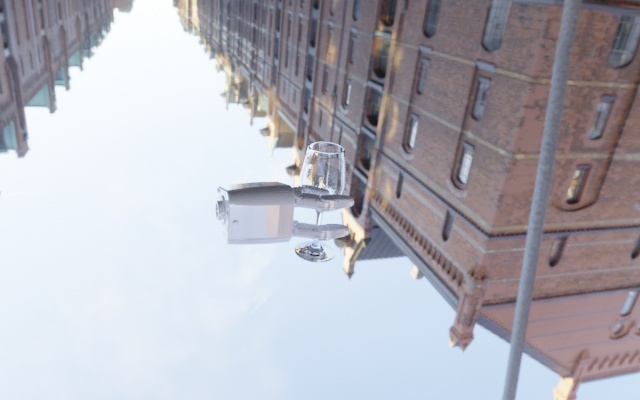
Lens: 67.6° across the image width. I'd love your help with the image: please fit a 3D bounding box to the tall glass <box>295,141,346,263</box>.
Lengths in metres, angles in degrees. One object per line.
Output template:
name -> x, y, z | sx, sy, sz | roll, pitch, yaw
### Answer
tall glass -> 0.000, 0.003, 0.827 | 0.079, 0.201, 0.079 | 6, 23, -2
